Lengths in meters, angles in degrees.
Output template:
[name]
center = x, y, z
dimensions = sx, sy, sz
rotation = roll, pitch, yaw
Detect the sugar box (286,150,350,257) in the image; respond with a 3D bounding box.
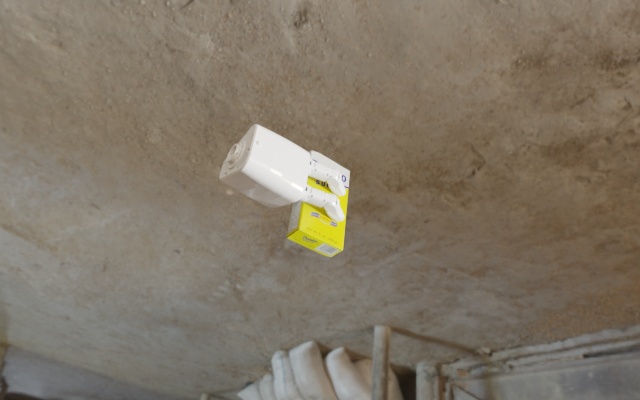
[sugar box]
center = 0.000, 0.003, 0.837
dimensions = 0.093, 0.176, 0.048
rotation = 27, -39, -26
